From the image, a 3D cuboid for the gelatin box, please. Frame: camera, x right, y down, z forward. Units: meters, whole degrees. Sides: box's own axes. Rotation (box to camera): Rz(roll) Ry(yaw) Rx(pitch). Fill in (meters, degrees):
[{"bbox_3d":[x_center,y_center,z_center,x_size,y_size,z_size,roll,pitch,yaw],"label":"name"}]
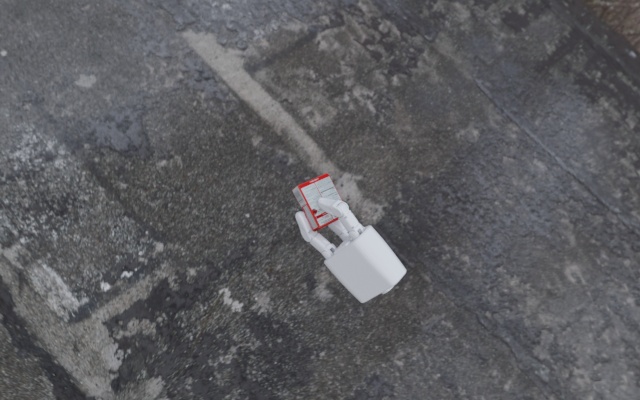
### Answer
[{"bbox_3d":[0.000,0.002,0.881,0.073,0.089,0.030,-25,-4,-32],"label":"gelatin box"}]
